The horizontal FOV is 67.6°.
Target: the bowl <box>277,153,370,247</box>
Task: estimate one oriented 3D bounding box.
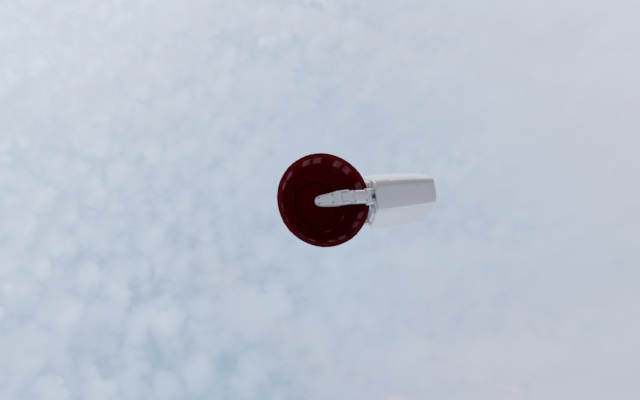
[{"bbox_3d":[-0.001,0.003,0.826,0.162,0.162,0.055,0,-10,-15],"label":"bowl"}]
